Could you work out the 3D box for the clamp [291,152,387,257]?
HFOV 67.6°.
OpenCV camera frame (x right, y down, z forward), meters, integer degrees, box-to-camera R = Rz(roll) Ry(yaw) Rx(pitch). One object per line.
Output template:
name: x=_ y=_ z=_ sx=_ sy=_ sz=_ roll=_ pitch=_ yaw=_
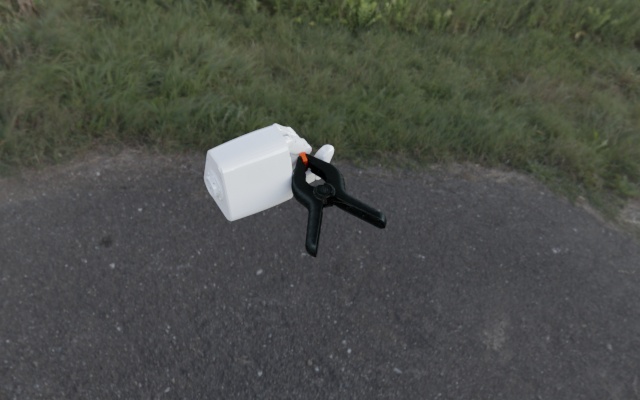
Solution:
clamp: x=0.000 y=0.002 z=0.688 sx=0.120 sy=0.171 sz=0.039 roll=-26 pitch=-34 yaw=-23
